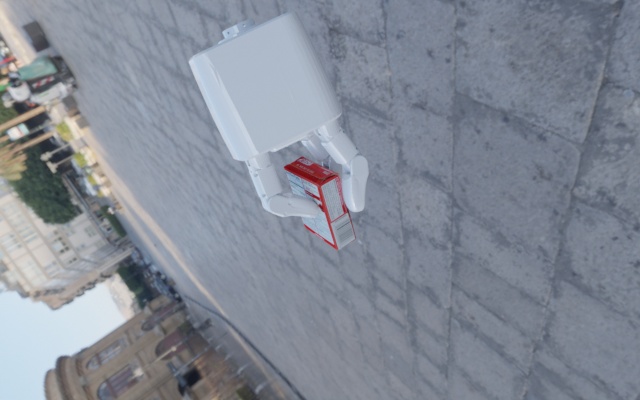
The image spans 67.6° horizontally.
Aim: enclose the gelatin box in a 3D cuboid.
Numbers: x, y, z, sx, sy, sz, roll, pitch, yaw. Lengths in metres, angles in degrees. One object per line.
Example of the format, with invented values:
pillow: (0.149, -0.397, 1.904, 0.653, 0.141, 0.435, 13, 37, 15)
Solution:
gelatin box: (0.000, 0.002, 0.533, 0.030, 0.089, 0.073, -30, 32, -22)
